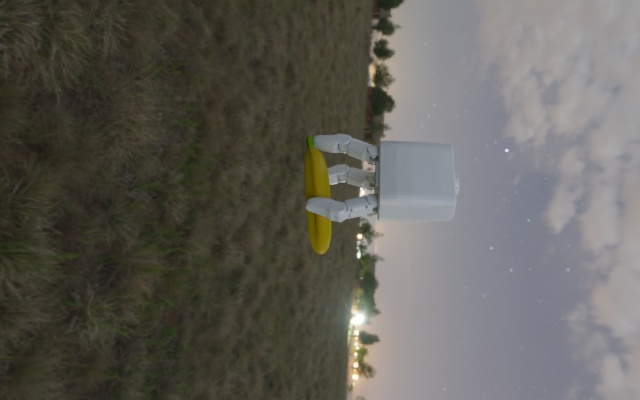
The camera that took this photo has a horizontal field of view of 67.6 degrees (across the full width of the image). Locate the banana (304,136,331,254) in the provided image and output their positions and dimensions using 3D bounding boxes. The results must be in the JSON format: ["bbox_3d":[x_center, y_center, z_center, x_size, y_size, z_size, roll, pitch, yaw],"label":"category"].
[{"bbox_3d":[-0.002,0.007,0.722,0.037,0.198,0.069,-1,23,6],"label":"banana"}]
